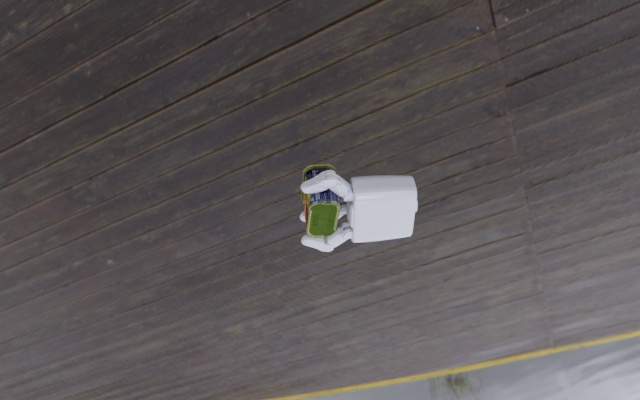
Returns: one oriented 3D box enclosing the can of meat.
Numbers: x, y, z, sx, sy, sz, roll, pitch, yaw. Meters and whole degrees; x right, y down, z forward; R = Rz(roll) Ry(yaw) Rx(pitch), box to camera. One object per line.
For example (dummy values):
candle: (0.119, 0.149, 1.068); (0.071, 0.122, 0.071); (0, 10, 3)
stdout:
can of meat: (0.000, 0.003, 0.819); (0.057, 0.083, 0.102); (-2, -39, -8)
